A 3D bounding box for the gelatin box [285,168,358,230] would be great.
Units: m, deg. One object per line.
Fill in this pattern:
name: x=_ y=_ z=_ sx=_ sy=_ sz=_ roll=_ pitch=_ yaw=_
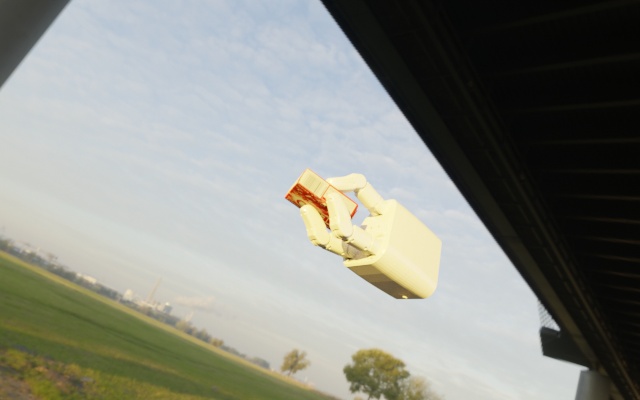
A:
gelatin box: x=0.000 y=0.002 z=0.665 sx=0.089 sy=0.030 sz=0.073 roll=36 pitch=-24 yaw=-6
